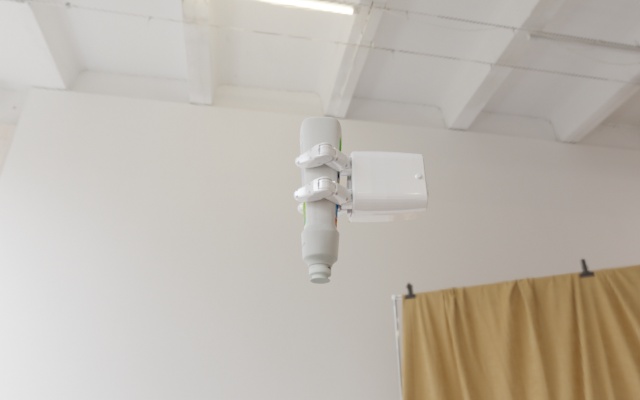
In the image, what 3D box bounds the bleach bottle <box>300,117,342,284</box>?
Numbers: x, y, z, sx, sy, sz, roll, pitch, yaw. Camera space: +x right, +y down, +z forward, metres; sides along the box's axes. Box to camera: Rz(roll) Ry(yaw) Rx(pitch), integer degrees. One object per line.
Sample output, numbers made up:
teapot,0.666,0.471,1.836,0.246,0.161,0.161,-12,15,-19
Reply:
bleach bottle,0.000,0.002,0.719,0.068,0.250,0.103,0,-26,0
